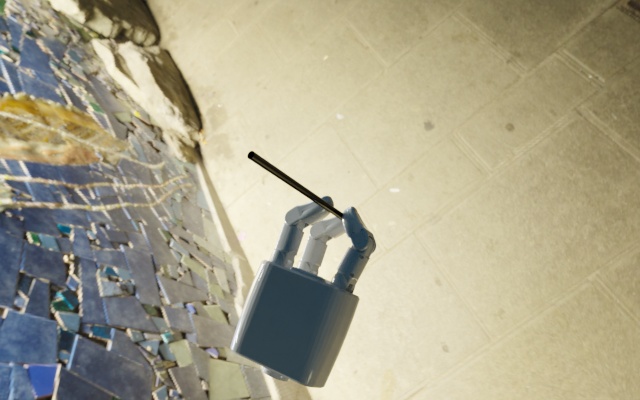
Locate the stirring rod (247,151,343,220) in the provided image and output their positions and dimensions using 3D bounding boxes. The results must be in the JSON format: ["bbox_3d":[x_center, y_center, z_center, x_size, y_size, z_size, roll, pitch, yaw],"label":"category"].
[{"bbox_3d":[0.000,0.002,0.514,0.011,0.011,0.240,0,-20,33],"label":"stirring rod"}]
